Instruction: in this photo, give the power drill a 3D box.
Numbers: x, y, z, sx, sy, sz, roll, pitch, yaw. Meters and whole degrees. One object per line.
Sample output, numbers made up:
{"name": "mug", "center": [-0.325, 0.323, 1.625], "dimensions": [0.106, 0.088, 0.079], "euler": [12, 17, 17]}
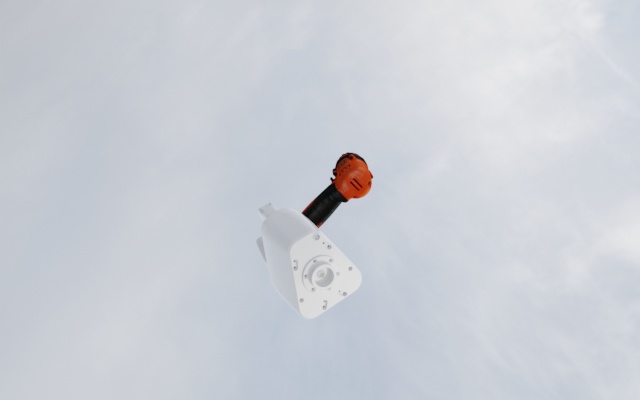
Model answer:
{"name": "power drill", "center": [0.000, 0.003, 0.739], "dimensions": [0.057, 0.188, 0.184], "euler": [42, 10, -8]}
